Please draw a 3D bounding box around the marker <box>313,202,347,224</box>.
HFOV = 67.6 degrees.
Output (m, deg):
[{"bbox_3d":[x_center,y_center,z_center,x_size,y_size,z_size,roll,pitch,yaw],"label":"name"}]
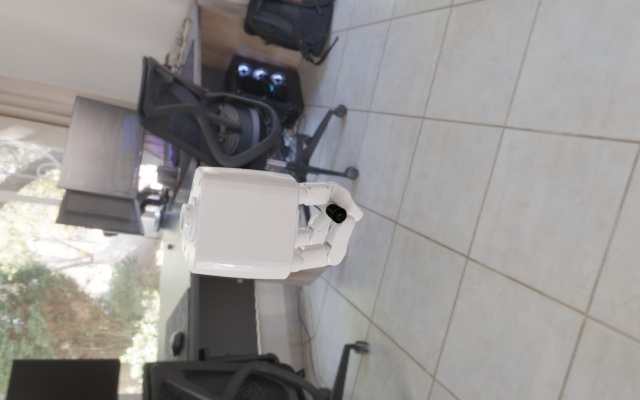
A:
[{"bbox_3d":[0.000,0.002,0.581,0.020,0.020,0.121,0,16,-24],"label":"marker"}]
